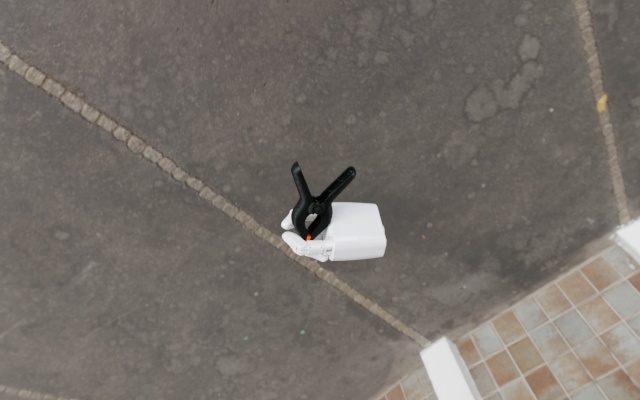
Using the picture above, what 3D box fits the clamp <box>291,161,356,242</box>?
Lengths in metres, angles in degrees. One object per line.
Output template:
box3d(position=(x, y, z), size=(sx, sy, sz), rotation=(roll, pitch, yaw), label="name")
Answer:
box3d(position=(0.000, 0.003, 0.876), size=(0.120, 0.172, 0.039), rotation=(-1, 36, -12), label="clamp")
